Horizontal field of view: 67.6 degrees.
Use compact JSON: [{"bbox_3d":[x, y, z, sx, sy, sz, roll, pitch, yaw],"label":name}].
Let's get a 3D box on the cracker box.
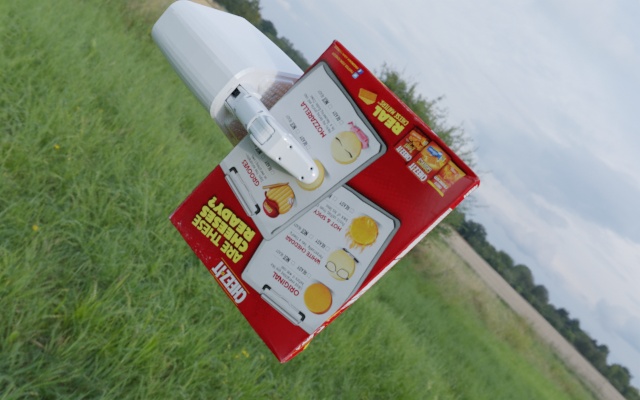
[{"bbox_3d":[0.000,0.001,0.412,0.214,0.164,0.072,-45,-16,11],"label":"cracker box"}]
